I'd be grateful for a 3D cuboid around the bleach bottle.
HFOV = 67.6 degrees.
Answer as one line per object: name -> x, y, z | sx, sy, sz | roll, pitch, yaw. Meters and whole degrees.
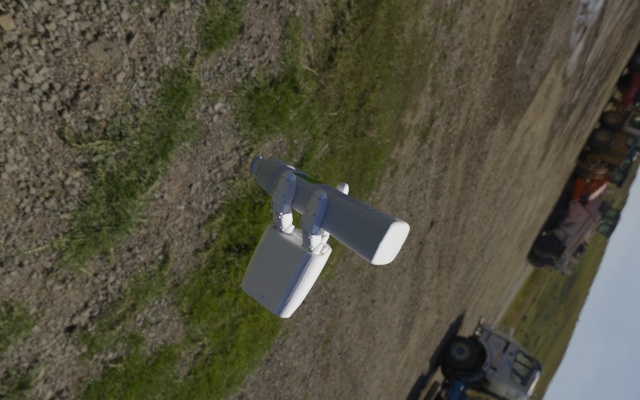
bleach bottle -> 0.000, 0.002, 0.700 | 0.250, 0.068, 0.102 | 31, 8, 25
